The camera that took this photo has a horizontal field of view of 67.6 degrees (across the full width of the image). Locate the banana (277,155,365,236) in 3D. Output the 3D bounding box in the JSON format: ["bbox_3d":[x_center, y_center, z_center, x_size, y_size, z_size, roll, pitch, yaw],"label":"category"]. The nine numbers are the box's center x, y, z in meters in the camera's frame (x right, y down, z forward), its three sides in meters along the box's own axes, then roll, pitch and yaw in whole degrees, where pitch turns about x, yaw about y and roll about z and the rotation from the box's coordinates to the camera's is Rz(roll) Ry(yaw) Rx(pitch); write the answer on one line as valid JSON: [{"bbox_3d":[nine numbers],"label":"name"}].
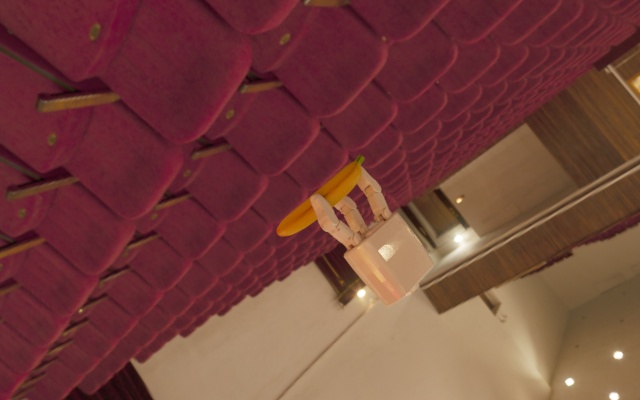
[{"bbox_3d":[0.000,0.003,0.778,0.198,0.037,0.069,-40,1,12],"label":"banana"}]
